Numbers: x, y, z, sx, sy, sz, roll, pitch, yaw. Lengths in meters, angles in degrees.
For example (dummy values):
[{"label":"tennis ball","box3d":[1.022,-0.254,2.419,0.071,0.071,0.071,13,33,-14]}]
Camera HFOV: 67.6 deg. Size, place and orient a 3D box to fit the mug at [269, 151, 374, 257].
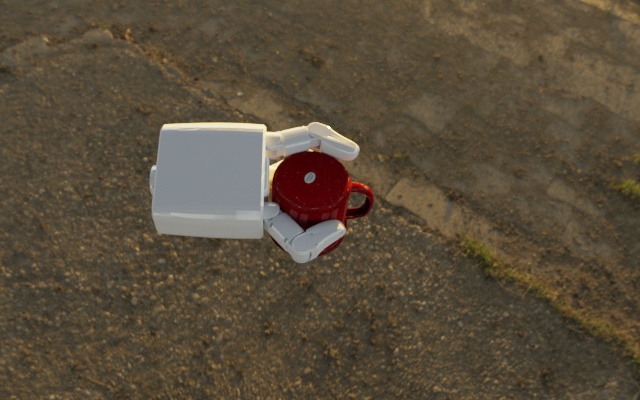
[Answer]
[{"label":"mug","box3d":[0.002,0.002,0.516,0.117,0.093,0.082,1,-36,-6]}]
